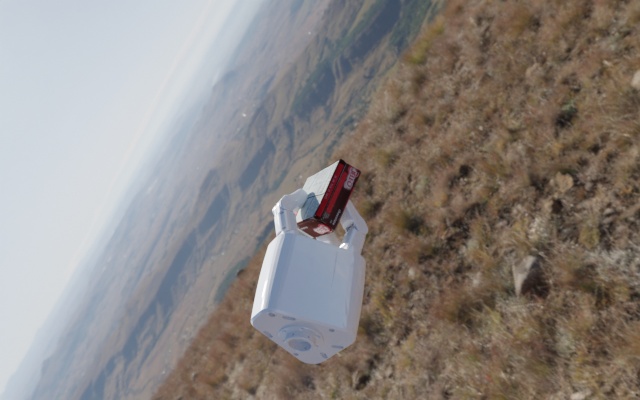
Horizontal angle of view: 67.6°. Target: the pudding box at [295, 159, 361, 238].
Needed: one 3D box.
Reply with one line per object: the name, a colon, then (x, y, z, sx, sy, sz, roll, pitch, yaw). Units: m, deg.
pudding box: (0.000, 0.002, 0.636, 0.039, 0.090, 0.113, 33, -22, -17)
